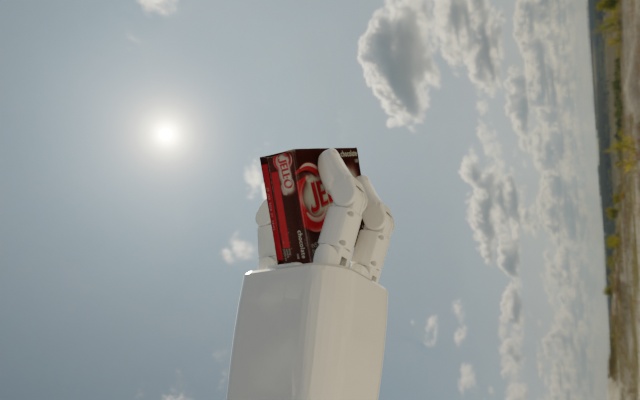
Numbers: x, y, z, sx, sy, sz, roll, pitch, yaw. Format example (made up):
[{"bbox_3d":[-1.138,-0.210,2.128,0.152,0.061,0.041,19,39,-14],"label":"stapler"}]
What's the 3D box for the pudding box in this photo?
[{"bbox_3d":[0.000,0.001,0.411,0.039,0.090,0.113,-7,3,29],"label":"pudding box"}]
